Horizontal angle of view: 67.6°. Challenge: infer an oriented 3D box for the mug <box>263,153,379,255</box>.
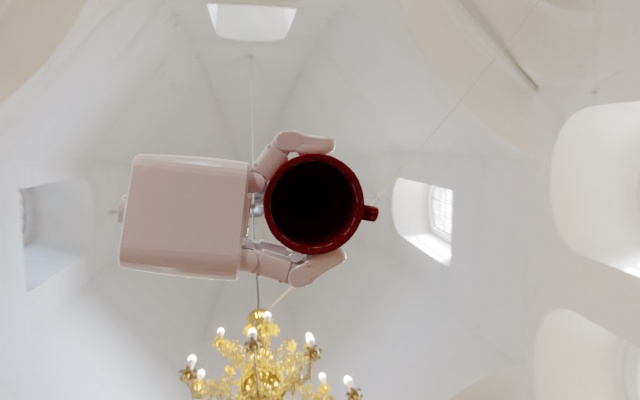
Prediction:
[{"bbox_3d":[0.001,0.002,0.474,0.117,0.093,0.081,8,5,-10],"label":"mug"}]
